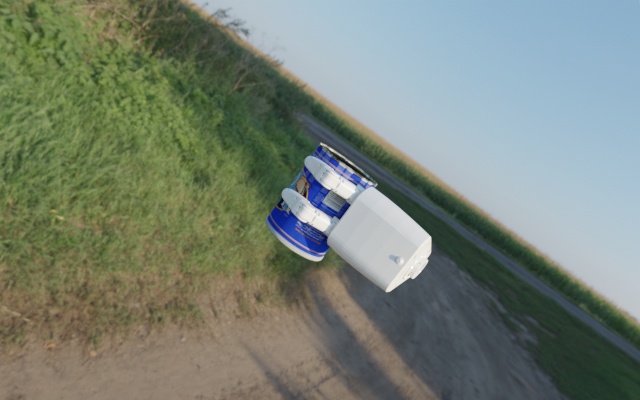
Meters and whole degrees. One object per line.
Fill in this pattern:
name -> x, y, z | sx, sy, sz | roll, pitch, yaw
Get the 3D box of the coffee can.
coffee can -> 0.000, 0.002, 0.697 | 0.103, 0.140, 0.102 | 35, 10, -7
